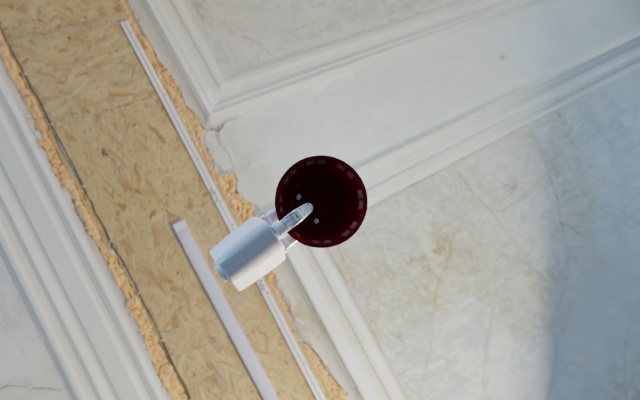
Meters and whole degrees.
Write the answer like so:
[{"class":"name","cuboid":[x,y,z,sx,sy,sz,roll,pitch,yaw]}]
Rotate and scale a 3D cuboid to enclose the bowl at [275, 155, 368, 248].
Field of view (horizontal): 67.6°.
[{"class":"bowl","cuboid":[0.001,0.002,0.852,0.162,0.162,0.055,0,-2,-3]}]
